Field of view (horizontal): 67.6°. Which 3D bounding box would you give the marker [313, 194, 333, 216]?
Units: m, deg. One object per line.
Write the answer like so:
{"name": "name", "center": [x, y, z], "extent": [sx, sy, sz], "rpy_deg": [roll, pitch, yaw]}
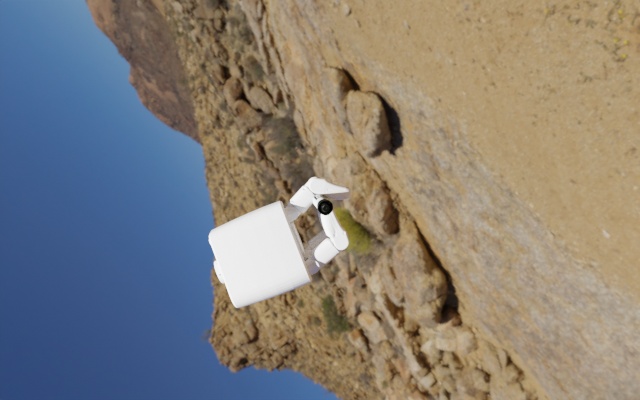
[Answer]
{"name": "marker", "center": [0.000, 0.002, 0.618], "extent": [0.020, 0.020, 0.121], "rpy_deg": [0, 7, -6]}
